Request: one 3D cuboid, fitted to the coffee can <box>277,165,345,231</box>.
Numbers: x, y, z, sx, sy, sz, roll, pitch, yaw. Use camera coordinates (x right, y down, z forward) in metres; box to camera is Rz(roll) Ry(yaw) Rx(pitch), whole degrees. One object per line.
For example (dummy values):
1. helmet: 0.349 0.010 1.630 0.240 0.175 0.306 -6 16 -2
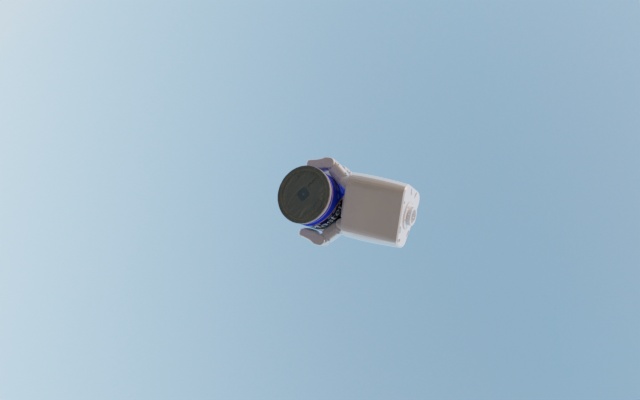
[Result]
1. coffee can: 0.000 0.003 0.877 0.103 0.102 0.140 0 -11 26
